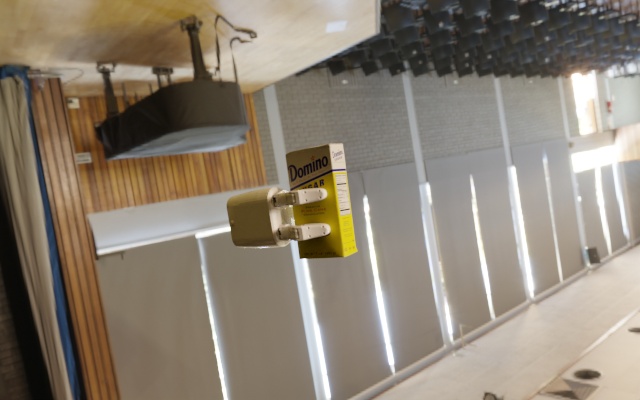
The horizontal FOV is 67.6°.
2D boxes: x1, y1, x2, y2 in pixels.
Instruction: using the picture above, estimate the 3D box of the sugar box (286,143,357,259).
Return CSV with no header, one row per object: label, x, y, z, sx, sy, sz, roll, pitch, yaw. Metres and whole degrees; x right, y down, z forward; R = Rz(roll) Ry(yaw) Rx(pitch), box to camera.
sugar box,0.000,0.003,0.763,0.093,0.176,0.048,-8,3,36
